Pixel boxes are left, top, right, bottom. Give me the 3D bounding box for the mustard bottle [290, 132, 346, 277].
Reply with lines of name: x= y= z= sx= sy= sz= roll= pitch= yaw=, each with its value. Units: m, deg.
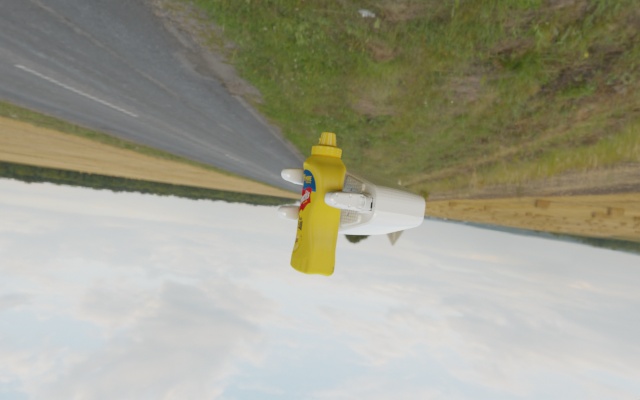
mustard bottle: x=0.000 y=0.002 z=0.654 sx=0.058 sy=0.191 sz=0.096 roll=8 pitch=0 yaw=-12
